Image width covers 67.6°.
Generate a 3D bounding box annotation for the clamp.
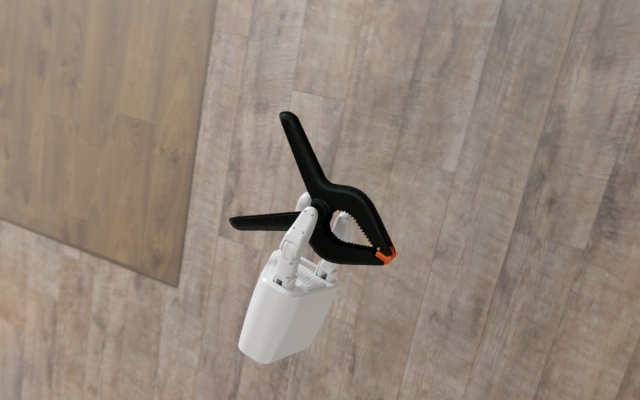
[{"bbox_3d":[0.000,0.002,0.561,0.210,0.164,0.036,27,18,17],"label":"clamp"}]
